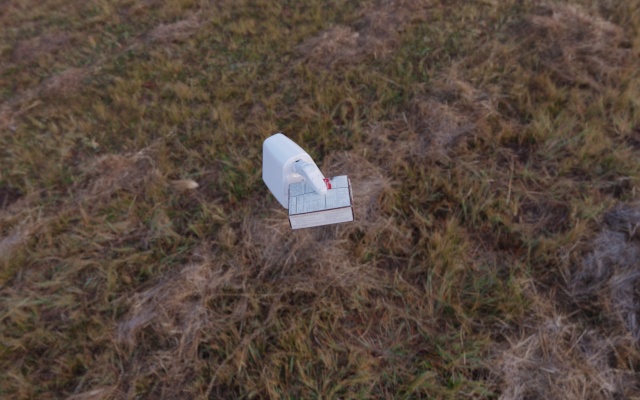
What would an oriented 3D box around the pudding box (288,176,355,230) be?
[{"bbox_3d":[0.000,0.003,0.832,0.113,0.039,0.090,-10,40,6],"label":"pudding box"}]
